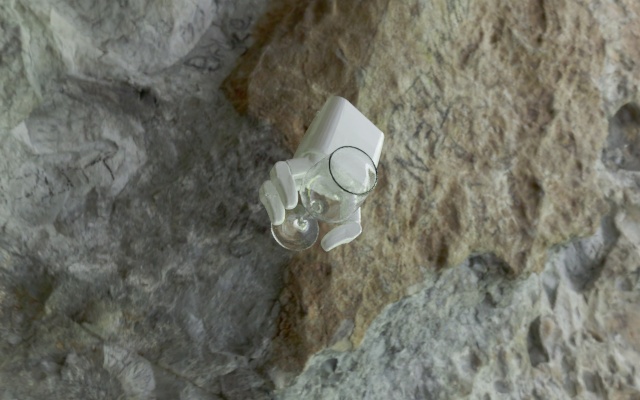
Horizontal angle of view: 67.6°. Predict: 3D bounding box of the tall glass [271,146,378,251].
[{"bbox_3d":[0.000,0.002,0.623,0.079,0.079,0.201,0,-22,-24],"label":"tall glass"}]
